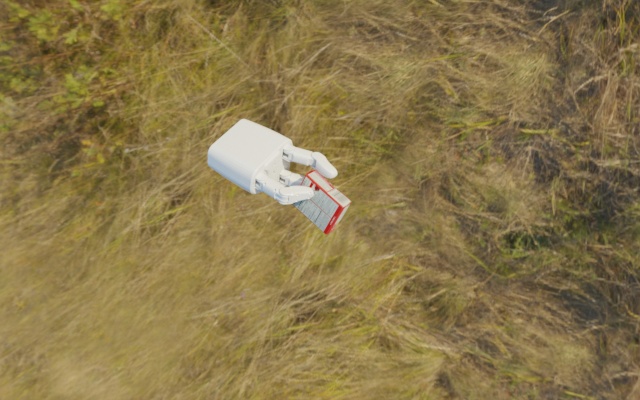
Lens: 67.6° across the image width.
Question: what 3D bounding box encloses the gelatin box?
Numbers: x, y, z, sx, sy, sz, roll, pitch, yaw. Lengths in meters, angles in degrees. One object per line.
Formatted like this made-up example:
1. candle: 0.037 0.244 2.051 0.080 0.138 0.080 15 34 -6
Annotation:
1. gelatin box: 0.000 0.003 0.815 0.089 0.073 0.030 42 41 15
